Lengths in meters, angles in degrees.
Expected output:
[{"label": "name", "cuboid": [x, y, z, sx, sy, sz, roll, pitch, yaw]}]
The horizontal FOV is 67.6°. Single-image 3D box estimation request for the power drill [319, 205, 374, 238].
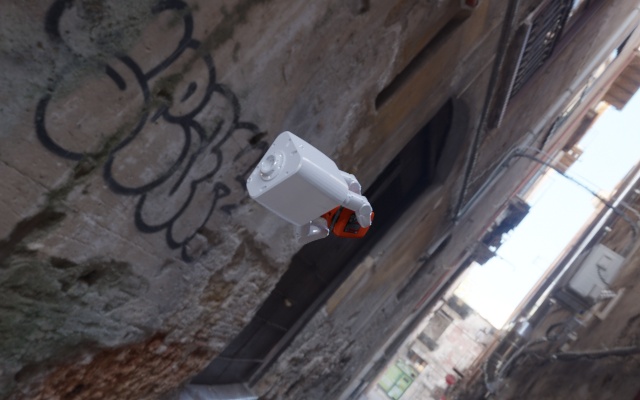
[{"label": "power drill", "cuboid": [0.000, 0.003, 0.864, 0.187, 0.057, 0.184, 29, 10, 31]}]
